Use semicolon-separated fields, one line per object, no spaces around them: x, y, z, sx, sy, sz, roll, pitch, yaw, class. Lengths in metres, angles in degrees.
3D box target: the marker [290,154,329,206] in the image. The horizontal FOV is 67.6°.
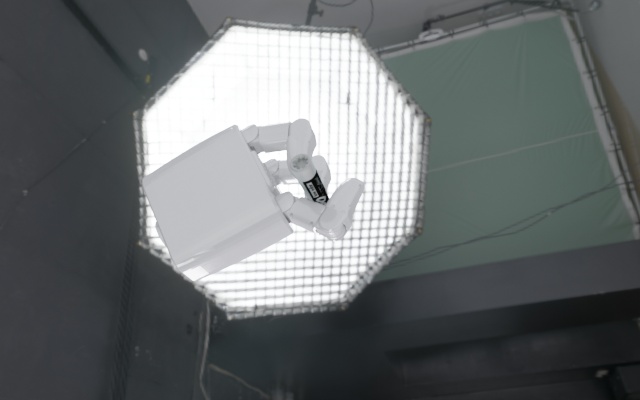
0.000;0.001;0.438;0.020;0.020;0.121;0;-33;19;marker
